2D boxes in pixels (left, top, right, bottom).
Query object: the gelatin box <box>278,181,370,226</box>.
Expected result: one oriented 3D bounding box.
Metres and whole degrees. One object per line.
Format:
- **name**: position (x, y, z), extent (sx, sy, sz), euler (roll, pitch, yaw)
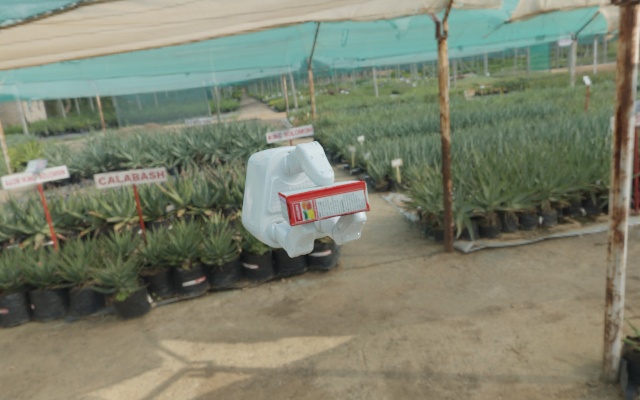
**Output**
- **gelatin box**: position (0.000, 0.001, 0.457), extent (0.073, 0.030, 0.089), euler (-11, 4, -9)
